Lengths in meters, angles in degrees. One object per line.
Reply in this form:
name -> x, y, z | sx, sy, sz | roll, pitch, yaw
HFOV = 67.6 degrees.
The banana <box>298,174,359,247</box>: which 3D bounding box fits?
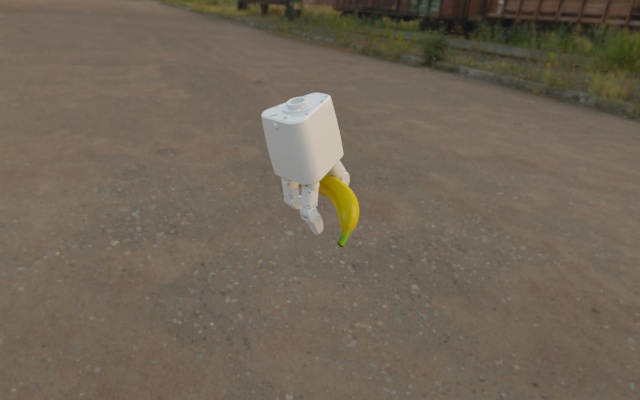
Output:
banana -> 0.017, -0.006, 0.803 | 0.069, 0.037, 0.197 | -33, 40, -1
